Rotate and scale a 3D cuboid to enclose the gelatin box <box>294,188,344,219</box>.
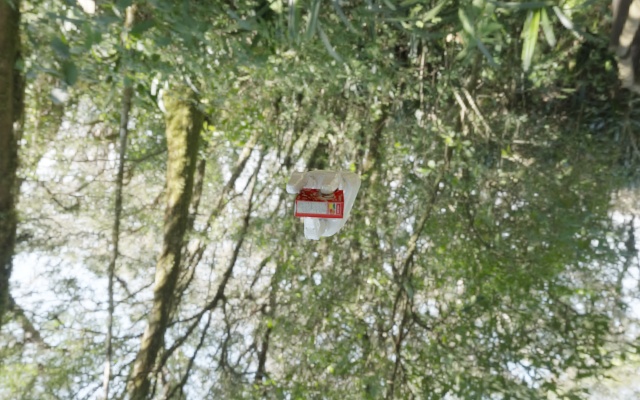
[{"bbox_3d":[0.000,0.003,0.744,0.073,0.030,0.089,3,14,2],"label":"gelatin box"}]
